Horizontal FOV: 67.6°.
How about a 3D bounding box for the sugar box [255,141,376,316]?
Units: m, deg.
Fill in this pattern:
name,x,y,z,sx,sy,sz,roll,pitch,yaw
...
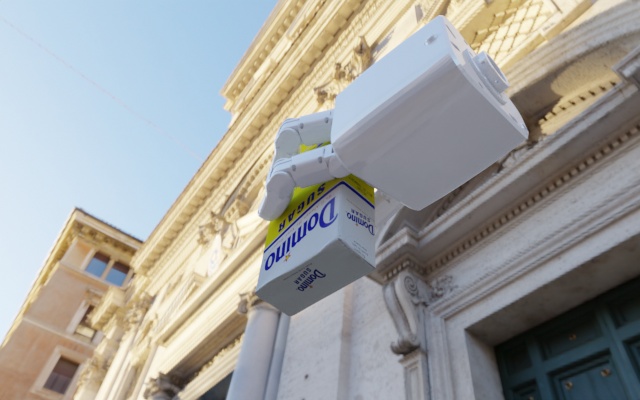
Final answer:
name,x,y,z,sx,sy,sz,roll,pitch,yaw
sugar box,0.000,0.001,0.410,0.048,0.176,0.093,39,-56,-24
